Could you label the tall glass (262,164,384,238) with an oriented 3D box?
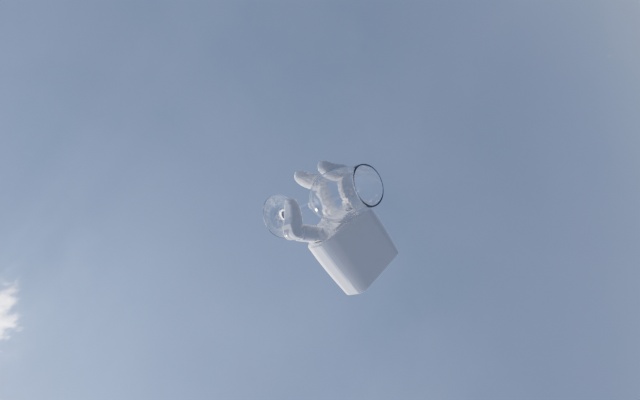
[{"bbox_3d":[0.000,0.002,0.723,0.079,0.079,0.201,0,-14,-43],"label":"tall glass"}]
